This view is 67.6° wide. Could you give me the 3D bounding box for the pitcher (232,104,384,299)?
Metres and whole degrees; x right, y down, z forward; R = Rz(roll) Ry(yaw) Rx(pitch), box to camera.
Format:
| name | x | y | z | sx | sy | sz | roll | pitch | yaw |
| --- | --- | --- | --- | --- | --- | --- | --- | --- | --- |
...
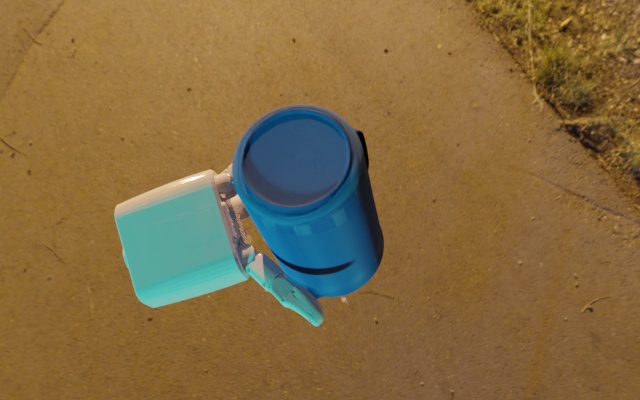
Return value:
| name | x | y | z | sx | sy | sz | roll | pitch | yaw |
| --- | --- | --- | --- | --- | --- | --- | --- | --- | --- |
| pitcher | 0.000 | 0.002 | 0.487 | 0.145 | 0.149 | 0.243 | -20 | -23 | 0 |
